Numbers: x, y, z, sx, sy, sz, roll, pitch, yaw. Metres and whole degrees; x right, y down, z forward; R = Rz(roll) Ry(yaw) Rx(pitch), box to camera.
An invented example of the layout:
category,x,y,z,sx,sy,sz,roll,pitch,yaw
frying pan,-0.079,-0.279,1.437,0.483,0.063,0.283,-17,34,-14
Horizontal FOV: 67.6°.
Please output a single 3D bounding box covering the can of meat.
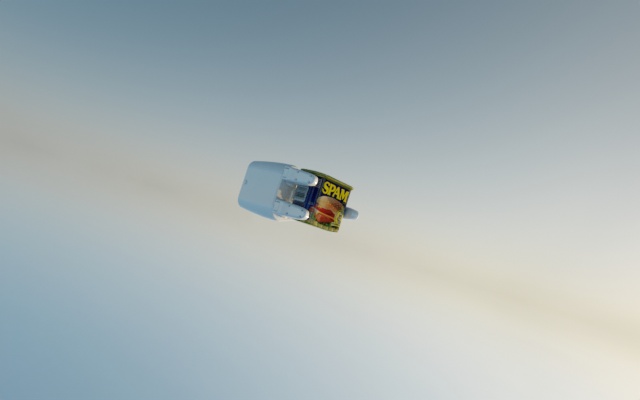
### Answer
category,x,y,z,sx,sy,sz,roll,pitch,yaw
can of meat,0.000,0.003,0.792,0.057,0.084,0.102,14,-5,41
